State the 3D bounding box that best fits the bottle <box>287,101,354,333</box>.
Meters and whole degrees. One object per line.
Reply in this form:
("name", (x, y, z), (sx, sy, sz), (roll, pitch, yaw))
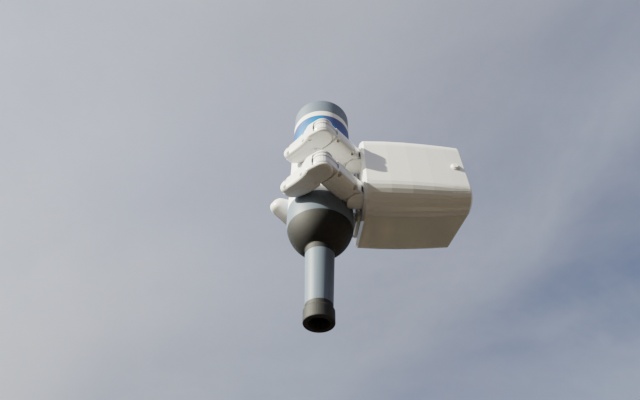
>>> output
("bottle", (0.000, 0.001, 0.498), (0.069, 0.069, 0.295), (0, 43, 1))
